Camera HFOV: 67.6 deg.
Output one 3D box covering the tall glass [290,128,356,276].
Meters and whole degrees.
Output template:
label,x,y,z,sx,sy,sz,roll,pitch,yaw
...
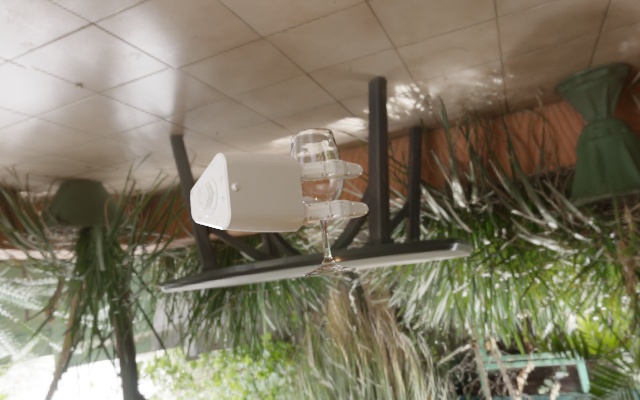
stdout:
label,x,y,z,sx,sy,sz,roll,pitch,yaw
tall glass,0.000,0.003,0.674,0.079,0.201,0.079,-7,-10,-1
